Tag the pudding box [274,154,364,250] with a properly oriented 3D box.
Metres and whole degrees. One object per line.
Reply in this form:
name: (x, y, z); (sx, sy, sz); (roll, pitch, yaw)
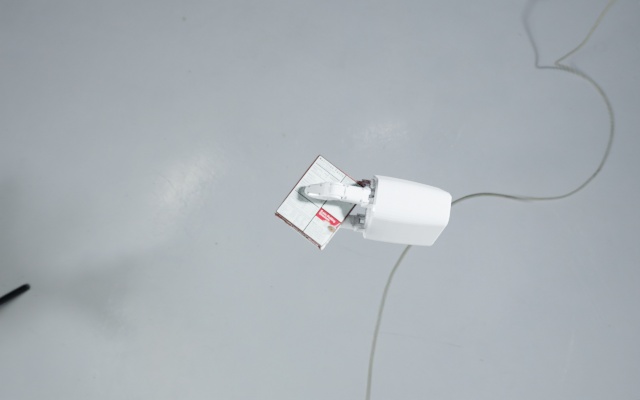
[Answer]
pudding box: (0.000, 0.002, 0.707); (0.090, 0.113, 0.039); (37, -9, 4)
